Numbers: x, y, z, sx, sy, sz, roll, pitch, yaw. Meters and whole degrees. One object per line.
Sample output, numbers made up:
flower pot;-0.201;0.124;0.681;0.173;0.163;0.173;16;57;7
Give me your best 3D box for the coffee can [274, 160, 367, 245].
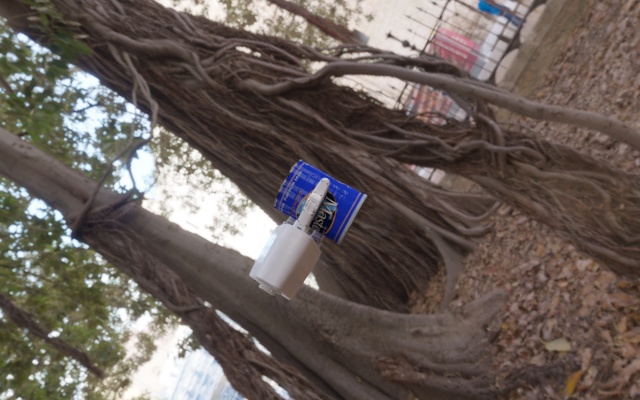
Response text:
coffee can;0.000;0.003;0.873;0.140;0.103;0.103;29;3;5
